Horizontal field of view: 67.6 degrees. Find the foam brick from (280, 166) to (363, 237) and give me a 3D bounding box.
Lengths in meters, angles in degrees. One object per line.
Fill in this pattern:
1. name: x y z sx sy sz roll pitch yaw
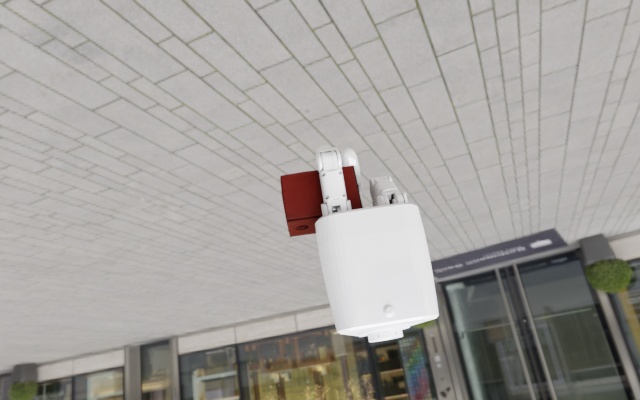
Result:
1. foam brick: 0.000 0.002 0.491 0.078 0.051 0.053 -8 -19 -3
